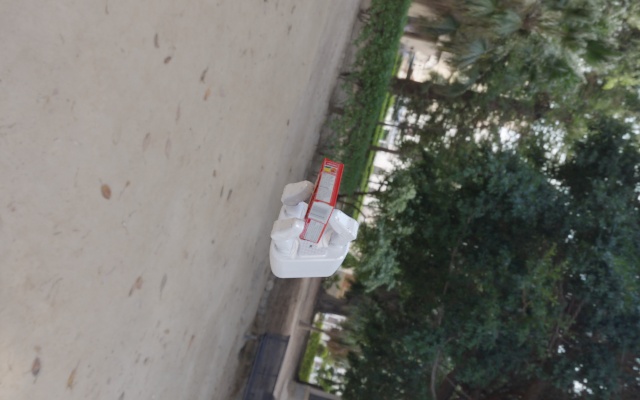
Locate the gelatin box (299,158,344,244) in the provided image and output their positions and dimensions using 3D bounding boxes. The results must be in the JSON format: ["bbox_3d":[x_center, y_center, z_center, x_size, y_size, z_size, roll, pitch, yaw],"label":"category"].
[{"bbox_3d":[0.001,0.002,0.619,0.030,0.073,0.089,18,-39,-4],"label":"gelatin box"}]
